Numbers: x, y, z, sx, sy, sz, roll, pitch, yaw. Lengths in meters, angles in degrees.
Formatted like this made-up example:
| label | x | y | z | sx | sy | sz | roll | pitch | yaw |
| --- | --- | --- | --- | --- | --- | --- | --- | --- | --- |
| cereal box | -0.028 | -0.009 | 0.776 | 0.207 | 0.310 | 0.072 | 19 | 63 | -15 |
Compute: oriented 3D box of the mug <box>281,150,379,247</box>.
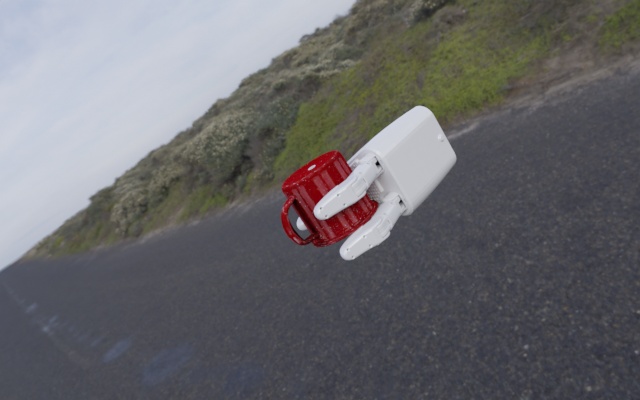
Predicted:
| label | x | y | z | sx | sy | sz | roll | pitch | yaw |
| --- | --- | --- | --- | --- | --- | --- | --- | --- | --- |
| mug | -0.001 | 0.002 | 0.555 | 0.117 | 0.081 | 0.093 | -41 | 15 | -29 |
